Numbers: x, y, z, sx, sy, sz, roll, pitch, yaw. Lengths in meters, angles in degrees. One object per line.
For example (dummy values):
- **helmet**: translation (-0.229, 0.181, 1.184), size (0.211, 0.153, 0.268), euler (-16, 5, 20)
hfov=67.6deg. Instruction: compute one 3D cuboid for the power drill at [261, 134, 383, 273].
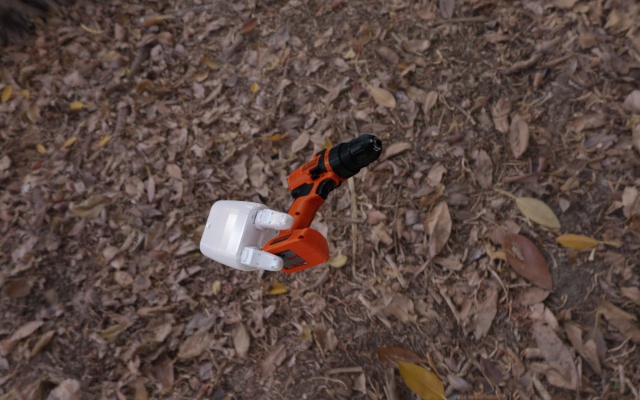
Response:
- **power drill**: translation (0.000, 0.003, 0.664), size (0.057, 0.187, 0.184), euler (39, -39, -21)
